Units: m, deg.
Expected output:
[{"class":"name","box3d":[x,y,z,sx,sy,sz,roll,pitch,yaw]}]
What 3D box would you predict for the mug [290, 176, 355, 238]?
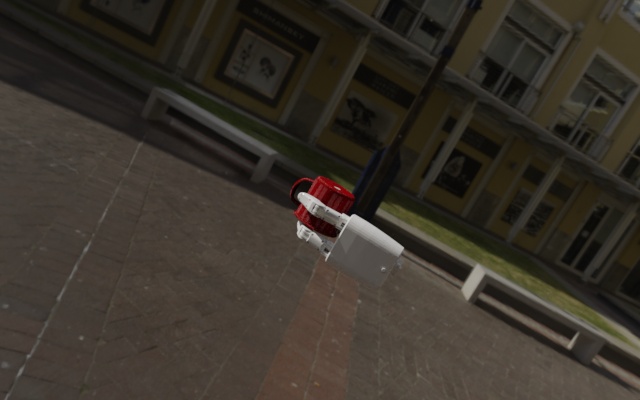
[{"class":"mug","box3d":[-0.001,0.002,0.876,0.117,0.081,0.093,32,11,8]}]
